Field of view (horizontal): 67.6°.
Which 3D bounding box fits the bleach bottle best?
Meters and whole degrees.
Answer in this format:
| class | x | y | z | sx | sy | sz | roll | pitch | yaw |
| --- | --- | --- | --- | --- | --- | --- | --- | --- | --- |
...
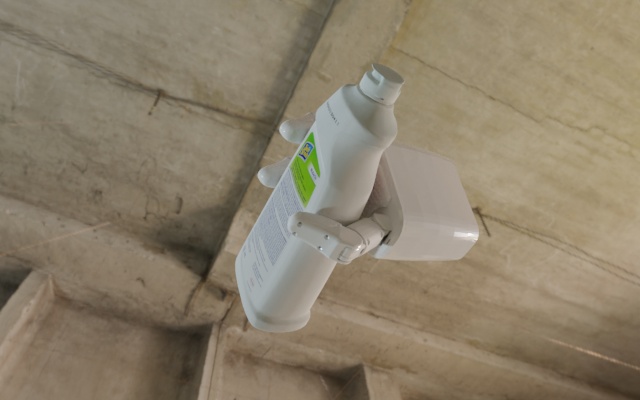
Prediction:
| class | x | y | z | sx | sy | sz | roll | pitch | yaw |
| --- | --- | --- | --- | --- | --- | --- | --- | --- | --- |
| bleach bottle | 0.000 | 0.001 | 0.420 | 0.068 | 0.251 | 0.102 | 8 | 39 | -32 |
